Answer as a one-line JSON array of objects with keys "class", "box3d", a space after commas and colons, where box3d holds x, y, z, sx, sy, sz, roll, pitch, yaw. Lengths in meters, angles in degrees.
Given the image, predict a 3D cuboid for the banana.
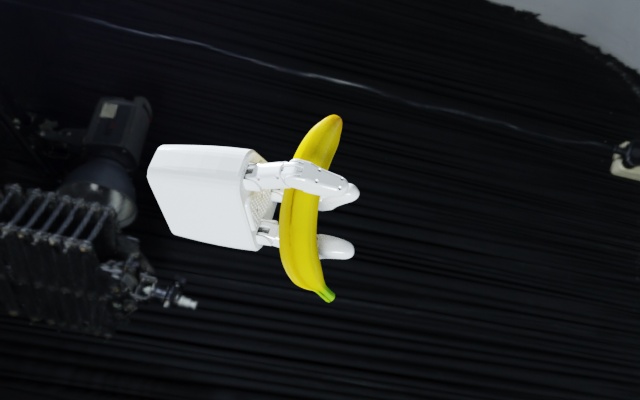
[{"class": "banana", "box3d": [-0.011, 0.003, 0.485, 0.037, 0.198, 0.069, 0, -7, 35]}]
